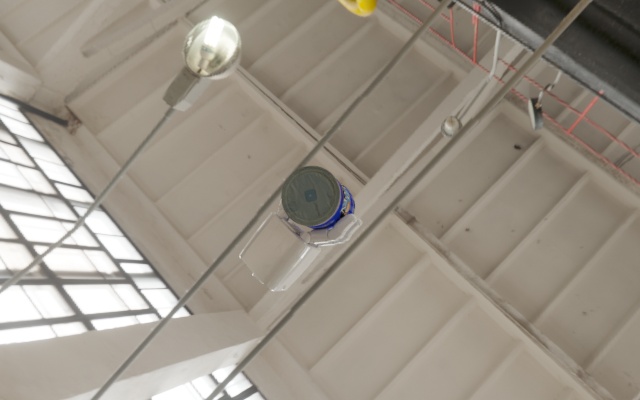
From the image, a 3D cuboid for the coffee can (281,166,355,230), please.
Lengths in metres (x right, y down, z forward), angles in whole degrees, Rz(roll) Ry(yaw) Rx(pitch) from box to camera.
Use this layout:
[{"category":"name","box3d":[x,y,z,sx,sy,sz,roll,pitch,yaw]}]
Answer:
[{"category":"coffee can","box3d":[0.000,0.003,0.862,0.103,0.103,0.140,0,-9,15]}]
